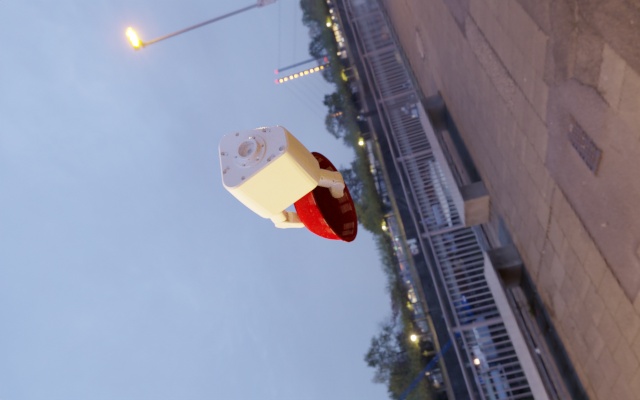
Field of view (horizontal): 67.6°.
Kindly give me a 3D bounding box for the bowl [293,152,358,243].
[{"bbox_3d":[0.000,0.003,0.797,0.055,0.162,0.162,-25,-10,23],"label":"bowl"}]
